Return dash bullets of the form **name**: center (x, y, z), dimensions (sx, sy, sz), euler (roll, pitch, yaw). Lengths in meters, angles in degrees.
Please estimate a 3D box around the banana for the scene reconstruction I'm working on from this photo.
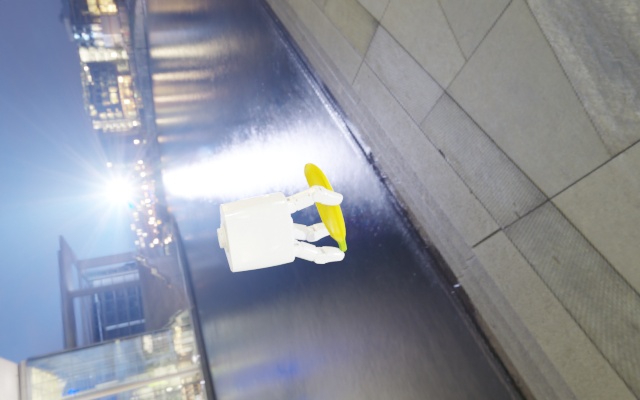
- **banana**: center (0.003, -0.004, 0.865), dimensions (0.037, 0.197, 0.070), euler (-12, -30, -15)
